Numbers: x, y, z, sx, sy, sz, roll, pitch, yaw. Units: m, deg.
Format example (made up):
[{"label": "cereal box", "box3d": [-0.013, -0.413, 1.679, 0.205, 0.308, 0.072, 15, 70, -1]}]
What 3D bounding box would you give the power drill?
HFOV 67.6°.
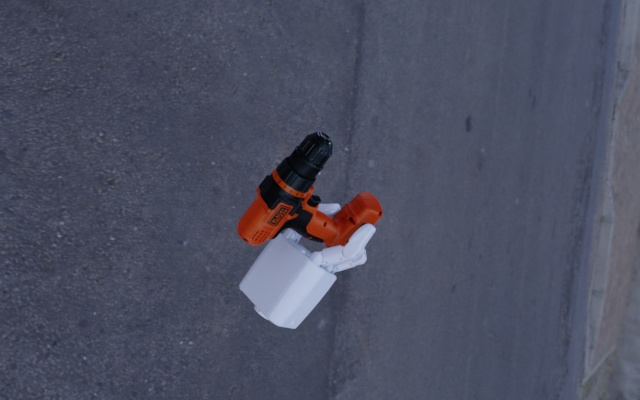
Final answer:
[{"label": "power drill", "box3d": [0.000, 0.003, 0.671, 0.188, 0.184, 0.057, 21, 30, -40]}]
